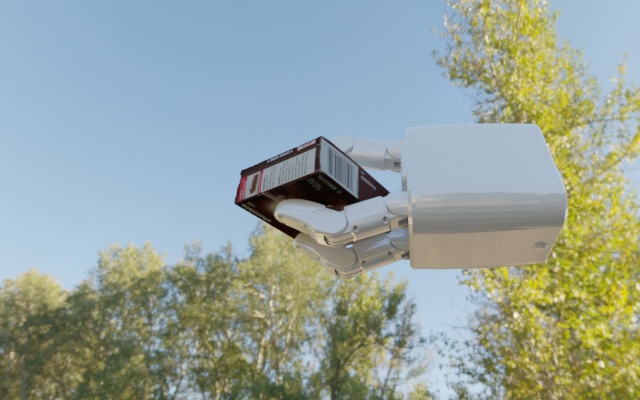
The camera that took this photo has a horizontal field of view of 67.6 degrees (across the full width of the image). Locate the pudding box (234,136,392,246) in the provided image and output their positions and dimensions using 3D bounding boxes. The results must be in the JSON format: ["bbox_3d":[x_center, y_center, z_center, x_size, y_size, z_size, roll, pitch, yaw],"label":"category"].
[{"bbox_3d":[0.000,0.001,0.402,0.090,0.039,0.113,-20,-40,33],"label":"pudding box"}]
